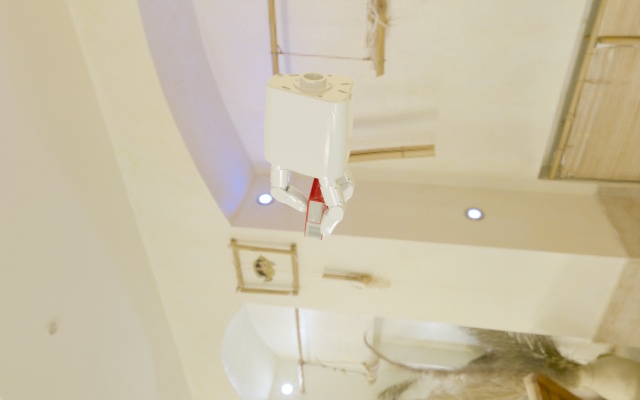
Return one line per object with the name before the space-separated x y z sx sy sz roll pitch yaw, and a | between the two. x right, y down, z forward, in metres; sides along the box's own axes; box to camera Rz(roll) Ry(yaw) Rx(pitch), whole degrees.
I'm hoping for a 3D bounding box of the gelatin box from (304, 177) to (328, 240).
gelatin box | 0.000 0.002 0.699 0.030 0.073 0.089 12 -42 3
